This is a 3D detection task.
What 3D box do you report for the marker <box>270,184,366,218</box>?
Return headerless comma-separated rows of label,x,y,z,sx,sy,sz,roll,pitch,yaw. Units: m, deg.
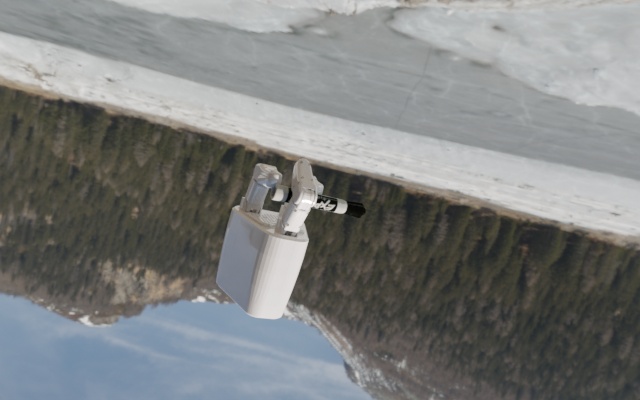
marker,0.000,0.002,0.566,0.121,0.020,0.020,12,-5,-24
